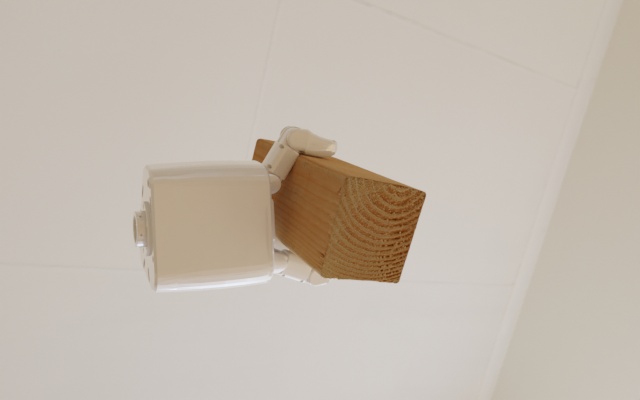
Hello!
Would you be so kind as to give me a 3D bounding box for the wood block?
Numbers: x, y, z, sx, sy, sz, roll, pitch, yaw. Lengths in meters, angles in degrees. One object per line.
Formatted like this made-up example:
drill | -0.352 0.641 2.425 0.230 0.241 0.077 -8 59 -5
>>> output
wood block | 0.000 0.001 0.496 0.090 0.091 0.206 10 11 -31
